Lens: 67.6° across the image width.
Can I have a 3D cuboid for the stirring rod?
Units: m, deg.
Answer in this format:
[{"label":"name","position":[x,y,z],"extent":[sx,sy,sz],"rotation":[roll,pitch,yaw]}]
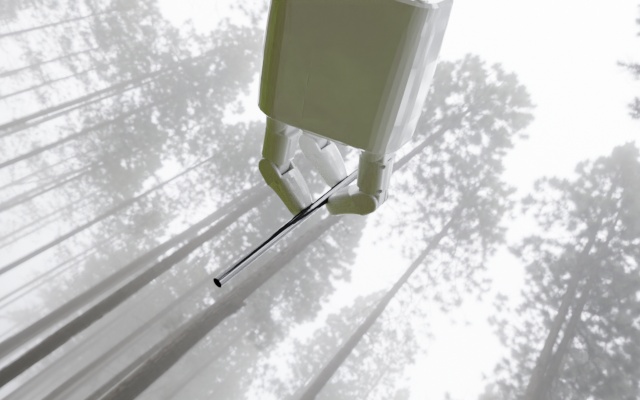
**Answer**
[{"label":"stirring rod","position":[0.000,0.001,0.406],"extent":[0.011,0.011,0.239],"rotation":[0,27,41]}]
